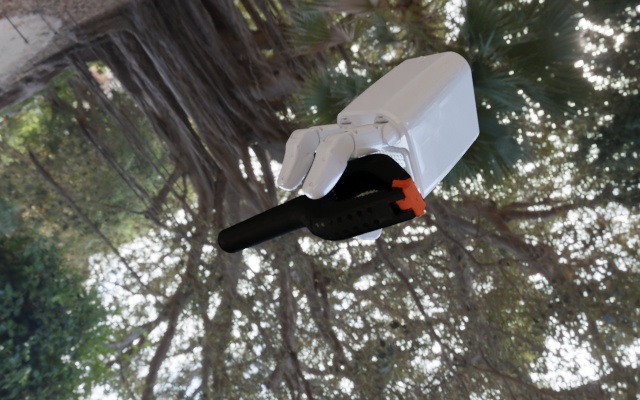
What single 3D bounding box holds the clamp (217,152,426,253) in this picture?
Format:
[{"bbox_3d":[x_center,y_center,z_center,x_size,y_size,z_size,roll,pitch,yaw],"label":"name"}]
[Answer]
[{"bbox_3d":[0.001,0.002,0.428,0.164,0.036,0.210,-45,27,-20],"label":"clamp"}]
